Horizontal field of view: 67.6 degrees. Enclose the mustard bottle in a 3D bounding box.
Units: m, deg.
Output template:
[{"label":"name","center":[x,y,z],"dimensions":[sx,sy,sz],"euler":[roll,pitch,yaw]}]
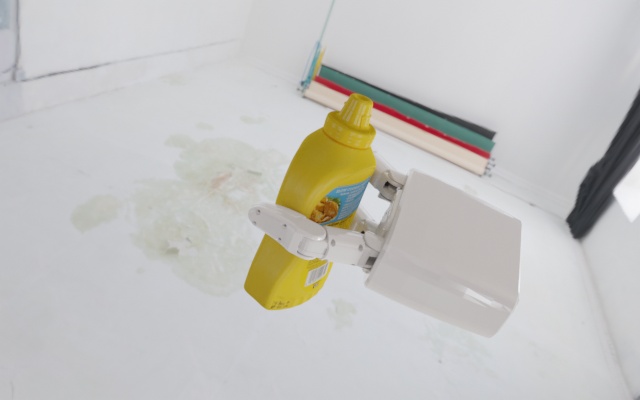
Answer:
[{"label":"mustard bottle","center":[0.000,0.001,0.404],"dimensions":[0.058,0.192,0.096],"euler":[37,32,25]}]
